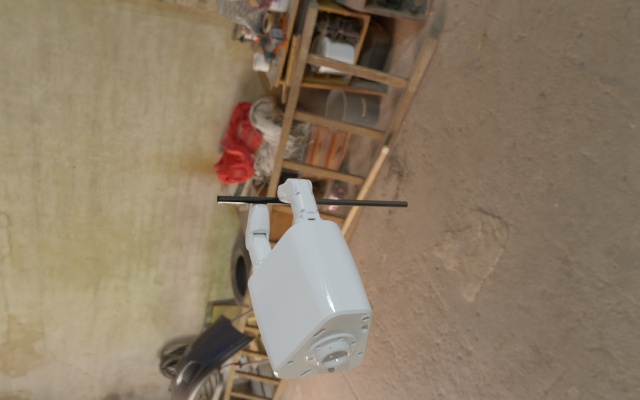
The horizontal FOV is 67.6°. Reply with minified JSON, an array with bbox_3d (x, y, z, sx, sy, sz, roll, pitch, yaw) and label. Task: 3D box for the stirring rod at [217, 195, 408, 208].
[{"bbox_3d":[0.000,0.002,0.557,0.239,0.011,0.011,2,-1,-25],"label":"stirring rod"}]
